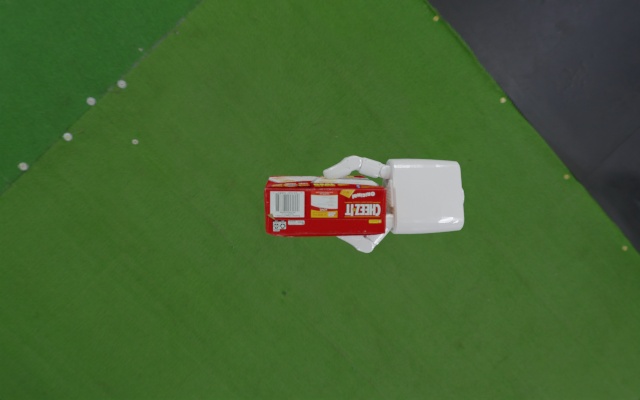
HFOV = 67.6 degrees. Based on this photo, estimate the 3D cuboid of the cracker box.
[{"bbox_3d":[0.000,0.002,0.732,0.164,0.072,0.213,0,7,-4],"label":"cracker box"}]
